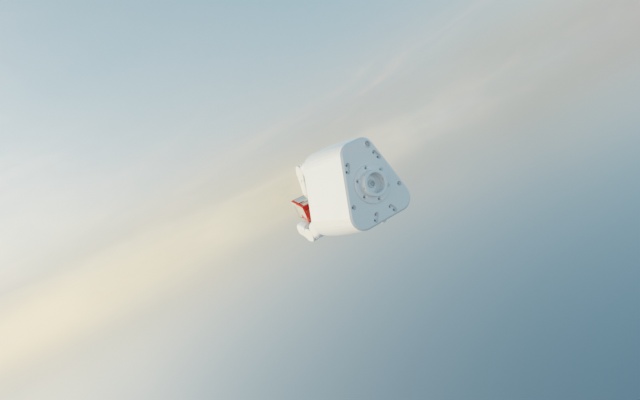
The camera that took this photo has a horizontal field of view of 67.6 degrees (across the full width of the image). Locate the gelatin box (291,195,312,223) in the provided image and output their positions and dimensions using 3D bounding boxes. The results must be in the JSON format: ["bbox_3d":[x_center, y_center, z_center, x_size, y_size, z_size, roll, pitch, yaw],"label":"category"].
[{"bbox_3d":[0.000,0.002,0.745,0.073,0.030,0.089,-26,11,-11],"label":"gelatin box"}]
